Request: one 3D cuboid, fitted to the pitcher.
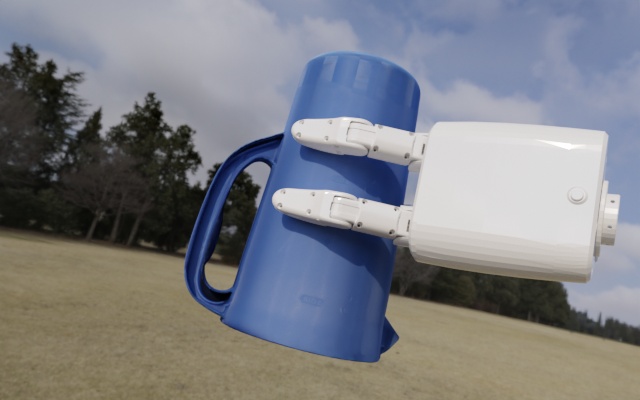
[{"bbox_3d":[0.000,0.001,0.406,0.145,0.242,0.149,7,-12,33],"label":"pitcher"}]
